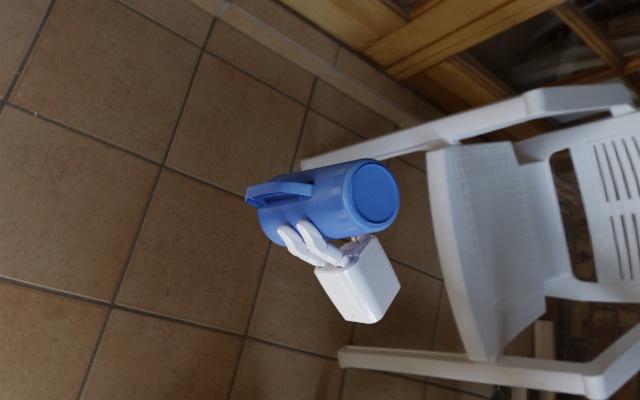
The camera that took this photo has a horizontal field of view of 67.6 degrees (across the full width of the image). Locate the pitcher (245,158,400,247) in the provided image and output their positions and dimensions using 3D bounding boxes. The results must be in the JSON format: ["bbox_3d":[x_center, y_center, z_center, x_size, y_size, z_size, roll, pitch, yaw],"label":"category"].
[{"bbox_3d":[0.000,0.003,0.767,0.149,0.145,0.243,-35,13,-33],"label":"pitcher"}]
